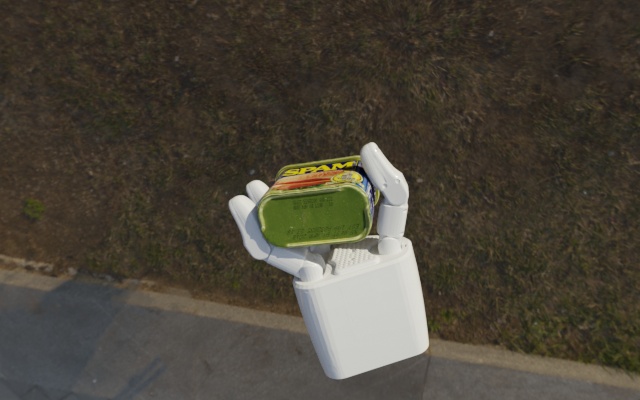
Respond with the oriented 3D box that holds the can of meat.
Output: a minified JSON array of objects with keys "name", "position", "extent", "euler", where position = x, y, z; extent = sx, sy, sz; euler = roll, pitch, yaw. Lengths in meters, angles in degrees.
[{"name":"can of meat","position":[0.000,0.001,0.435],"extent":[0.102,0.057,0.084],"euler":[-7,19,12]}]
